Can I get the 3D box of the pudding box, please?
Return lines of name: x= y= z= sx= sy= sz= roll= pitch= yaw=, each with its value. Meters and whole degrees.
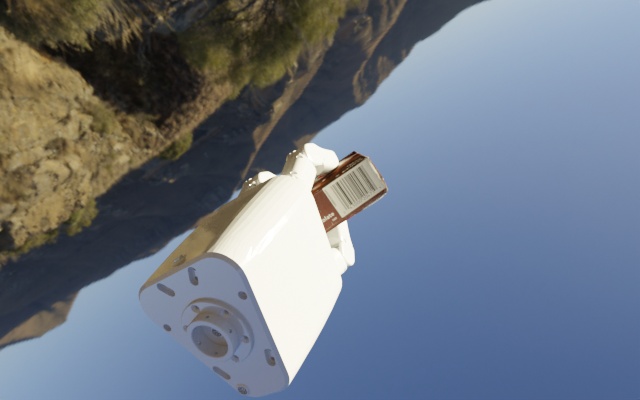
pudding box: x=0.000 y=0.002 z=0.438 sx=0.113 sy=0.039 sz=0.090 roll=-32 pitch=10 yaw=2
